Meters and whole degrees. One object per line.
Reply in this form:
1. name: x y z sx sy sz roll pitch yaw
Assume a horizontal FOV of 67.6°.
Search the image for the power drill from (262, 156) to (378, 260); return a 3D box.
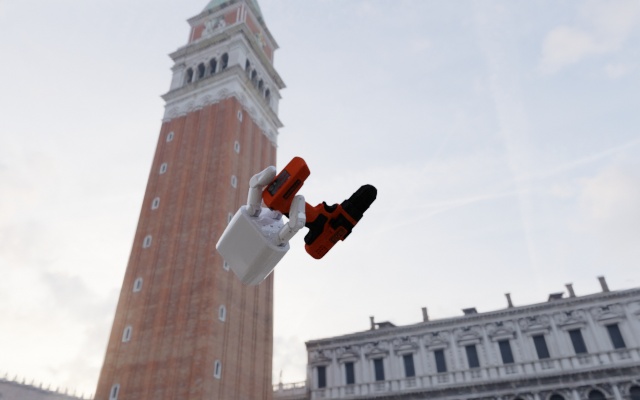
1. power drill: 0.000 0.003 0.888 0.188 0.184 0.057 42 1 -32
